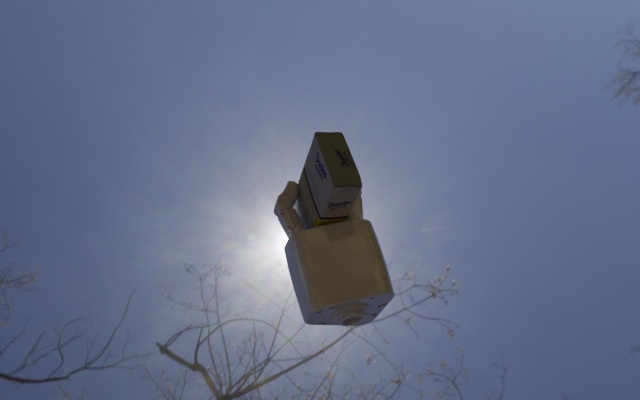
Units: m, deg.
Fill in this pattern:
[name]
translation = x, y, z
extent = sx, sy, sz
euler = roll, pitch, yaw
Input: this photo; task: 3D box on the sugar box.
[sugar box]
translation = 0.001, 0.002, 0.643
extent = 0.048, 0.093, 0.176
euler = -1, -37, -23
